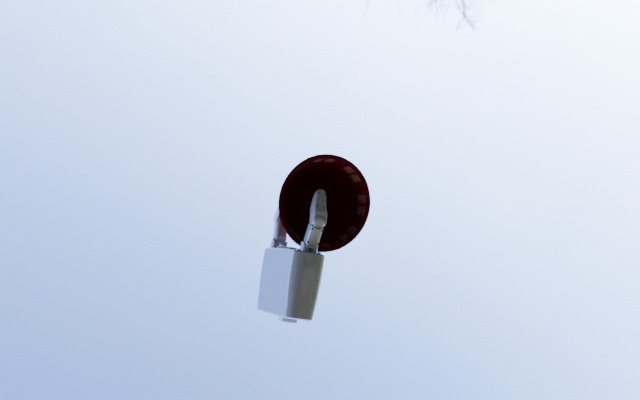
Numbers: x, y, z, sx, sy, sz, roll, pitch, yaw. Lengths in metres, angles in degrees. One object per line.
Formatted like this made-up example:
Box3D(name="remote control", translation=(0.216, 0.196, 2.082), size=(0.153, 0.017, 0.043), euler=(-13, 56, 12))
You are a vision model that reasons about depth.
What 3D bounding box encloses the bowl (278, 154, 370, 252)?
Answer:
Box3D(name="bowl", translation=(0.001, 0.001, 0.802), size=(0.162, 0.162, 0.055), euler=(0, 6, -21))
